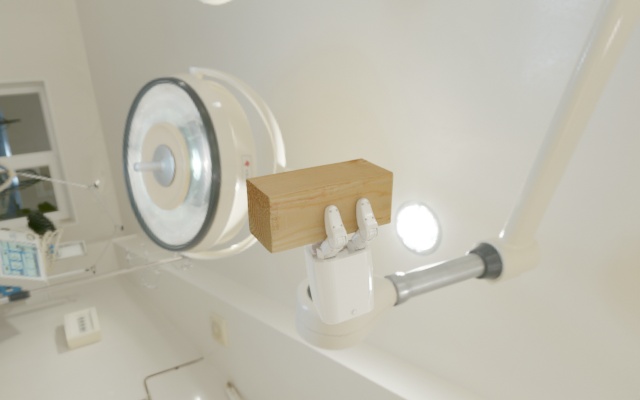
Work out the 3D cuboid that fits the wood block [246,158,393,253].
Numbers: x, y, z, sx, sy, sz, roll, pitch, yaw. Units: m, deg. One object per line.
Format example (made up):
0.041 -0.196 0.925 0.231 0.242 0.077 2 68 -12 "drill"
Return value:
0.000 0.003 0.733 0.206 0.090 0.090 -12 24 -27 "wood block"
